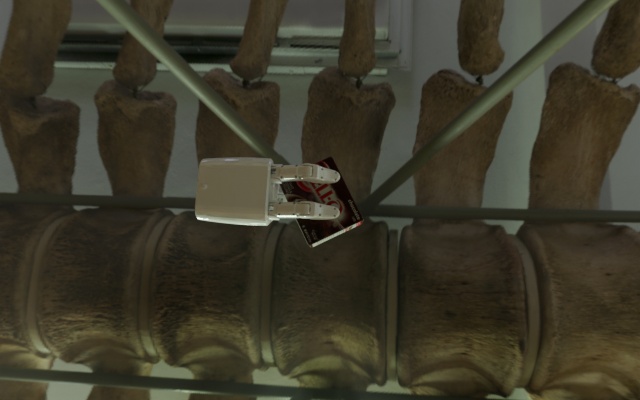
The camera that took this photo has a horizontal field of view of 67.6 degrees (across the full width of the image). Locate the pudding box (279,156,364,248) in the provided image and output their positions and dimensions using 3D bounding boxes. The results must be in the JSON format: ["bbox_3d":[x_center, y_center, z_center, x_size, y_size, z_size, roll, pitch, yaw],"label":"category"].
[{"bbox_3d":[0.000,0.002,0.718,0.090,0.113,0.039,-25,-11,-4],"label":"pudding box"}]
